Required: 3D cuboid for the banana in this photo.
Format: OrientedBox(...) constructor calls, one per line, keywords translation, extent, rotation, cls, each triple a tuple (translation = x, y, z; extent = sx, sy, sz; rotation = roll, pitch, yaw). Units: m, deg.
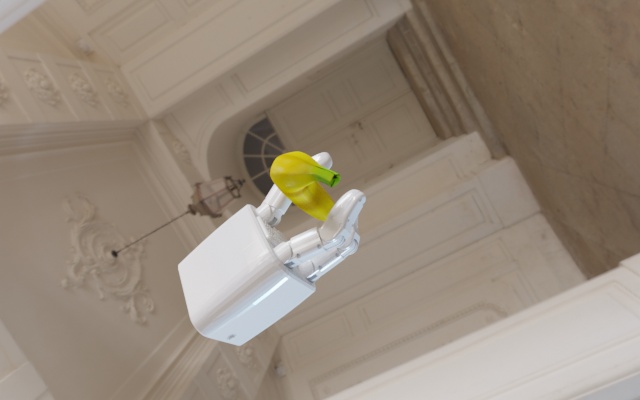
OrientedBox(translation=(-0.014, -0.011, 0.477), extent=(0.069, 0.037, 0.198), rotation=(40, -5, 9), cls="banana")
